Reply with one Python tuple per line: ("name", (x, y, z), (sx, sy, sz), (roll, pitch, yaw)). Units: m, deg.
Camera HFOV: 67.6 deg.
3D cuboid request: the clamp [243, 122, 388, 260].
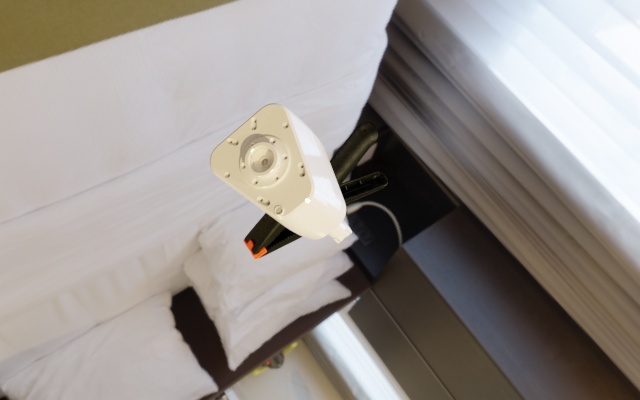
("clamp", (0.000, 0.003, 0.598), (0.210, 0.036, 0.164), (-39, -23, 5))
